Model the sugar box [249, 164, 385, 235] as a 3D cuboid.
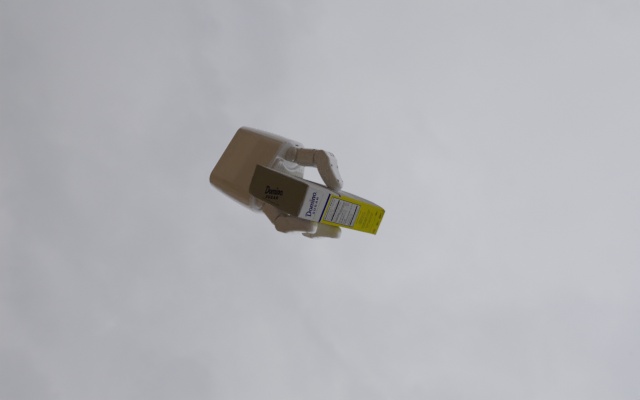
[{"bbox_3d":[0.000,0.003,0.623,0.093,0.048,0.176,24,7,39],"label":"sugar box"}]
